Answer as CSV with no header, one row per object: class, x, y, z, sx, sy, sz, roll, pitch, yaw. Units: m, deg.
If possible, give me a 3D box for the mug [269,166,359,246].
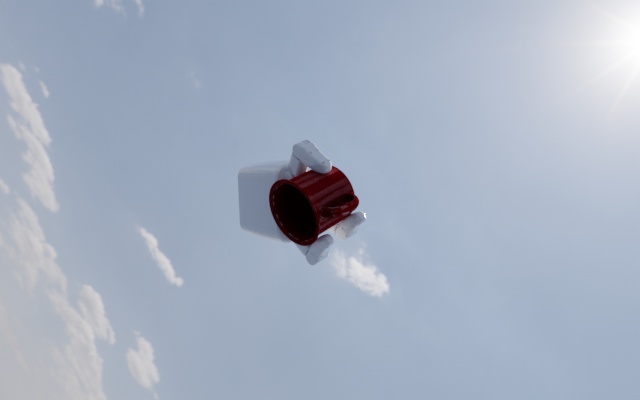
mug,0.001,0.002,0.627,0.081,0.093,0.117,-29,21,-38
